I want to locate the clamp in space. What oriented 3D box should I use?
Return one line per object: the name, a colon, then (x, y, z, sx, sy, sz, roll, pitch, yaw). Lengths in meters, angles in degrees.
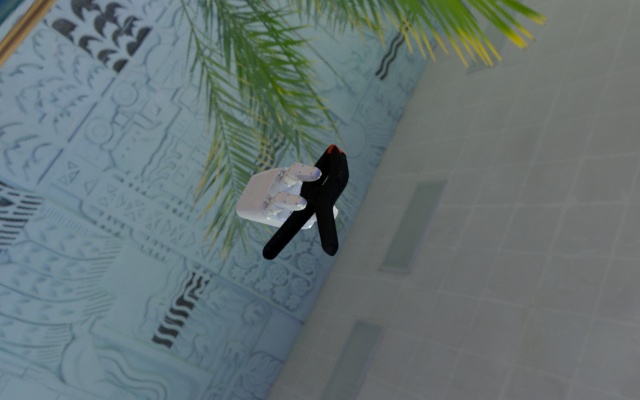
clamp: (0.001, 0.002, 0.740, 0.036, 0.210, 0.164, 38, -23, -31)
